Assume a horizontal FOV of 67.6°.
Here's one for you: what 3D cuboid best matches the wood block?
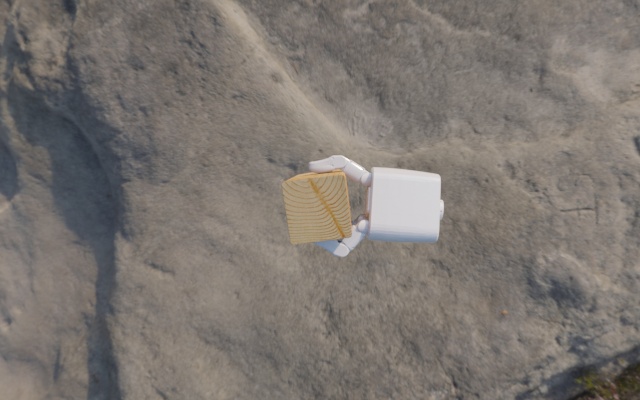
[{"bbox_3d":[0.000,0.002,0.760,0.090,0.091,0.206,-7,5,3],"label":"wood block"}]
